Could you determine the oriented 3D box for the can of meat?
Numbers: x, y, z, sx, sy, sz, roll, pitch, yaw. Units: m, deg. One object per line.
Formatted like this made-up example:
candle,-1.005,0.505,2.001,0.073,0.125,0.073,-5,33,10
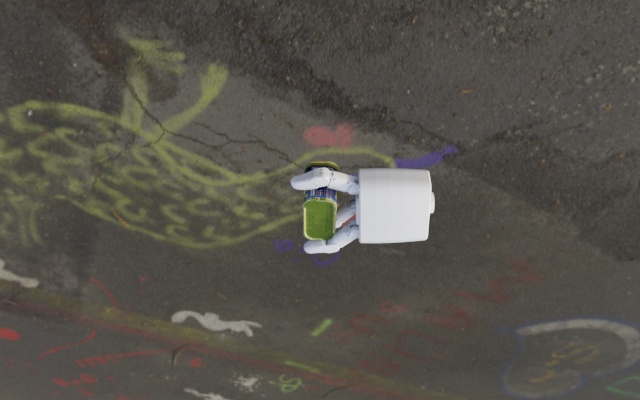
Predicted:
can of meat,0.000,0.003,0.762,0.057,0.083,0.102,2,-44,1
